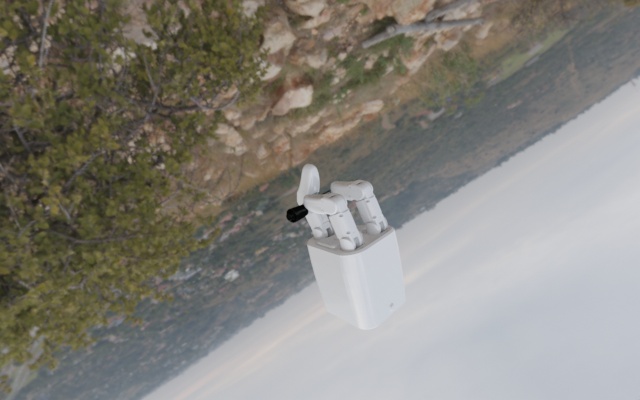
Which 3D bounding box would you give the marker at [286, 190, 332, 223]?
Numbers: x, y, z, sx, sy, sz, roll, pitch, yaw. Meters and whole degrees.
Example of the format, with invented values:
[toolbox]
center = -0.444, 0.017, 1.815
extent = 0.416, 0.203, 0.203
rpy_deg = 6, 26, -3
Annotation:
[marker]
center = 0.000, 0.002, 0.632
extent = 0.020, 0.020, 0.121
rpy_deg = 0, 19, 44
